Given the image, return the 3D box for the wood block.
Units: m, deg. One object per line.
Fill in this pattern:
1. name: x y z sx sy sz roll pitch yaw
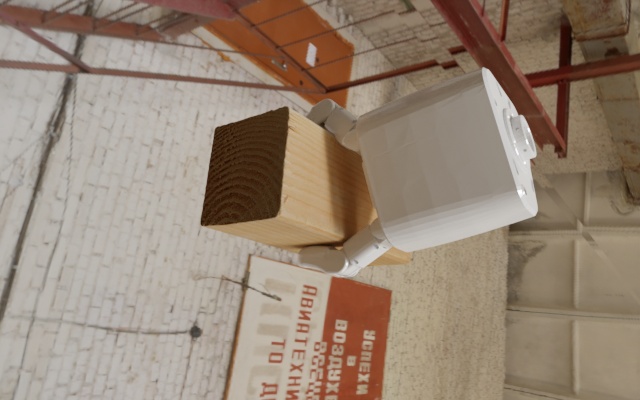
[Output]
1. wood block: 0.000 0.002 0.453 0.090 0.090 0.206 -8 -20 36
